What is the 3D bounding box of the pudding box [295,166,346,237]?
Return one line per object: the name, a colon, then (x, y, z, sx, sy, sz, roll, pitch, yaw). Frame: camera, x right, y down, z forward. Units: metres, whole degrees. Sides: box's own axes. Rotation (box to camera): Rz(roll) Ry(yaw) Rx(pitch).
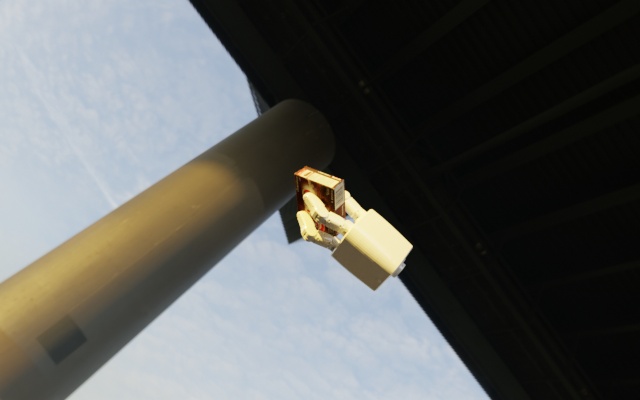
pudding box: (0.000, 0.003, 0.876, 0.090, 0.114, 0.039, 21, 40, 30)
